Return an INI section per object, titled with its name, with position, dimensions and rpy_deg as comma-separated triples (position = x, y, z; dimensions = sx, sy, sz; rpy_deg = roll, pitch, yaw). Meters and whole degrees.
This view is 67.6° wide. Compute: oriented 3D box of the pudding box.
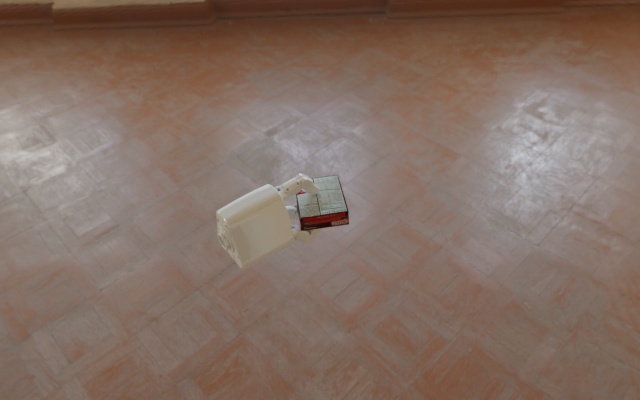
[pudding box]
position = 0.000, 0.003, 0.894
dimensions = 0.090, 0.039, 0.113
rpy_deg = -7, 43, -5
